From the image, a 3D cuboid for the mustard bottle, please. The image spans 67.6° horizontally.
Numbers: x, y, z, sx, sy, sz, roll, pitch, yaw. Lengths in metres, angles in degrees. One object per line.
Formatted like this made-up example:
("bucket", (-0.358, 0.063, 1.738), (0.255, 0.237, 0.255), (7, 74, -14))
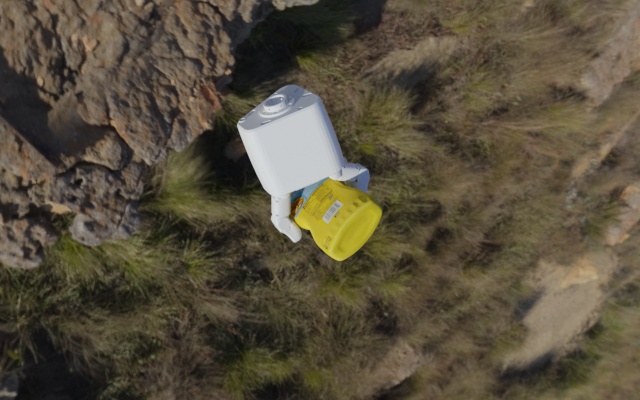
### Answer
("mustard bottle", (0.000, 0.003, 0.698), (0.058, 0.096, 0.191), (38, 1, -41))
